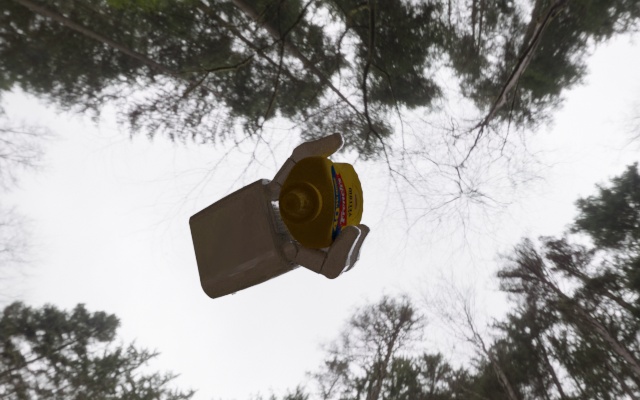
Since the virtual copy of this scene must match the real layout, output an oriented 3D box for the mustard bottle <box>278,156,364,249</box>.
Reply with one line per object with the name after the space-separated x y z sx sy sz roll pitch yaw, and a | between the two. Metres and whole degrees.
0.000 0.002 0.514 0.058 0.096 0.191 1 1 17 | mustard bottle
